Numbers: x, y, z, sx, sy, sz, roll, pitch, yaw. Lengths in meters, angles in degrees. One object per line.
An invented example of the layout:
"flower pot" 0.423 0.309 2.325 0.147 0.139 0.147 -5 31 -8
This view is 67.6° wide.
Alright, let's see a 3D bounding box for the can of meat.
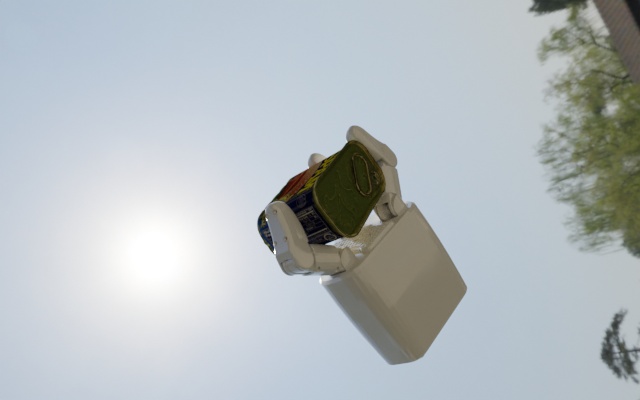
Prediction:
"can of meat" 0.000 0.002 0.434 0.084 0.057 0.102 -27 17 40
